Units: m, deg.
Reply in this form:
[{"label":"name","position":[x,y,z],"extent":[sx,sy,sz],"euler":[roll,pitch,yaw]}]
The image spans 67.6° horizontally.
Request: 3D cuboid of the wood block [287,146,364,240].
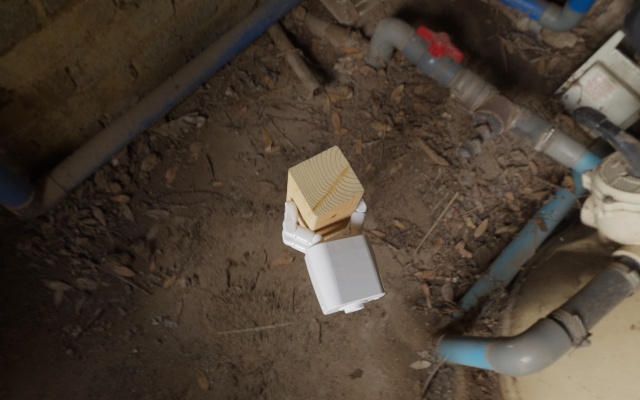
[{"label":"wood block","position":[0.001,0.003,0.824],"extent":[0.091,0.090,0.206],"euler":[-27,-15,-14]}]
